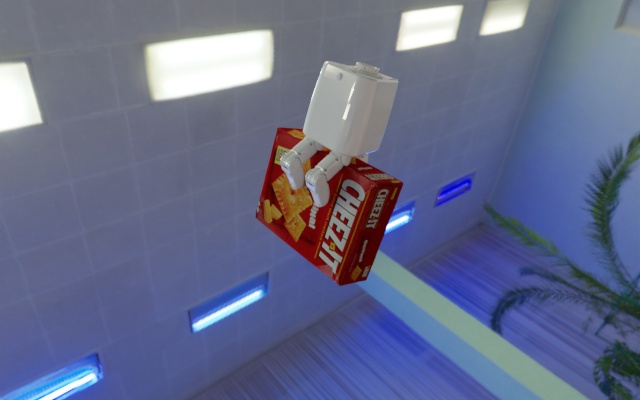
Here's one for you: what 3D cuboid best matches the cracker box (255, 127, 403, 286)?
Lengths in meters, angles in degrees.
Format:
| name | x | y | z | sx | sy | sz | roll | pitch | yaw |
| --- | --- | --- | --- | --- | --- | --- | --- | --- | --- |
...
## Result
| name | x | y | z | sx | sy | sz | roll | pitch | yaw |
| --- | --- | --- | --- | --- | --- | --- | --- | --- | --- |
| cracker box | 0.000 | 0.002 | 0.727 | 0.072 | 0.164 | 0.213 | -5 | 30 | -45 |
